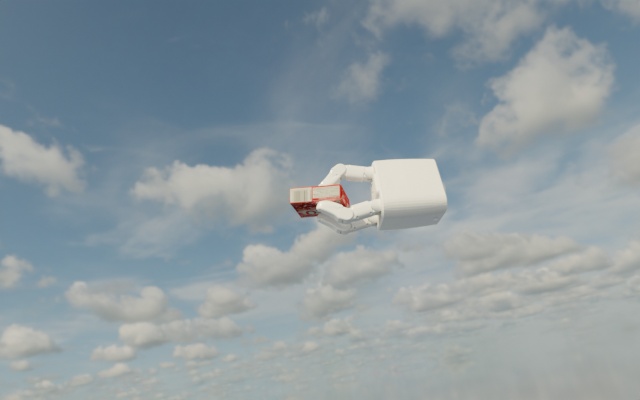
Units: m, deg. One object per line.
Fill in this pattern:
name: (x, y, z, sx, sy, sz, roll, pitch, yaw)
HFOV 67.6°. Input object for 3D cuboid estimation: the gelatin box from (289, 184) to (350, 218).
gelatin box: (0.000, 0.002, 0.799, 0.089, 0.030, 0.073, -4, -21, 12)
